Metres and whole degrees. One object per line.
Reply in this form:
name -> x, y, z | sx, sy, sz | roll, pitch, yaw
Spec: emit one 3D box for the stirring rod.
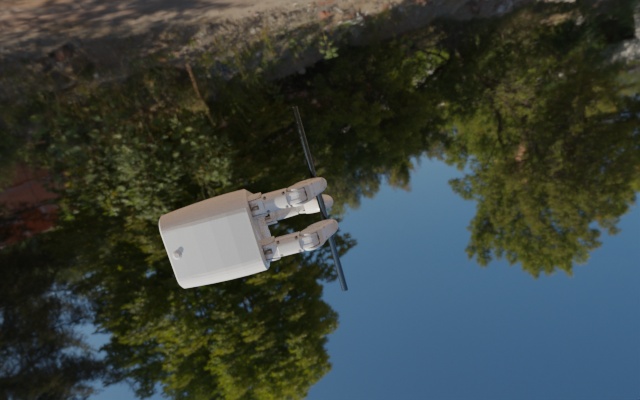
stirring rod -> 0.000, 0.002, 0.592 | 0.011, 0.239, 0.011 | -15, 12, 3
